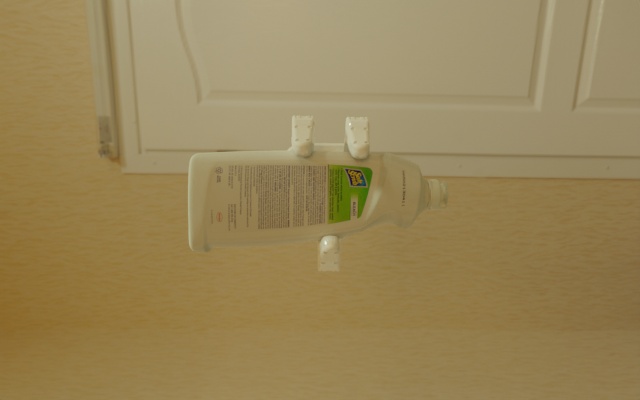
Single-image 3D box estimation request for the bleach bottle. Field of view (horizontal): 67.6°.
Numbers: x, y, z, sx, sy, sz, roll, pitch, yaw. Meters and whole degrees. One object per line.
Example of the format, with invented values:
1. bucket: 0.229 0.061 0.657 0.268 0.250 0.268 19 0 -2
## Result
1. bleach bottle: 0.000 0.001 0.480 0.251 0.102 0.068 1 4 -2
